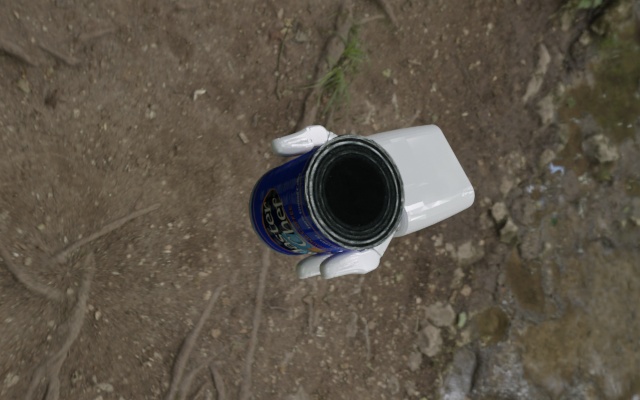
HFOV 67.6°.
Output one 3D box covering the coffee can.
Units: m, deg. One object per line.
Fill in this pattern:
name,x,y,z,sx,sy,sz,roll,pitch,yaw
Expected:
coffee can,0.000,0.002,0.475,0.103,0.103,0.140,0,-8,-28
